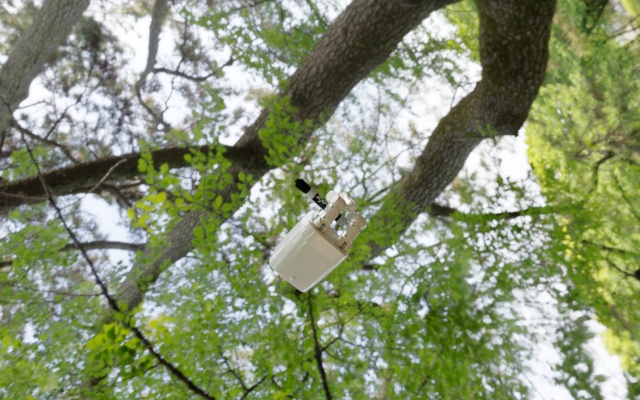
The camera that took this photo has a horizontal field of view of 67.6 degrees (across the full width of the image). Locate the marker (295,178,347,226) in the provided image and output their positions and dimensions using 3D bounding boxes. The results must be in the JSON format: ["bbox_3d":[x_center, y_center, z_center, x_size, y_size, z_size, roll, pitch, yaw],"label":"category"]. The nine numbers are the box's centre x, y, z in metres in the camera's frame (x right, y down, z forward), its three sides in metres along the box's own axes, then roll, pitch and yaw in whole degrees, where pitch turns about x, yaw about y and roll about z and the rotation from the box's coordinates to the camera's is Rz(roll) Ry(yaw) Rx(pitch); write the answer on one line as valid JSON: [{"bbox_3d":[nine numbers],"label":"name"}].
[{"bbox_3d":[0.000,0.003,0.846,0.121,0.020,0.020,42,-18,-22],"label":"marker"}]
